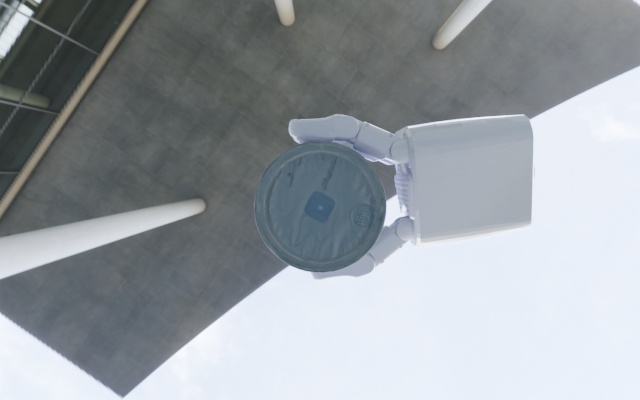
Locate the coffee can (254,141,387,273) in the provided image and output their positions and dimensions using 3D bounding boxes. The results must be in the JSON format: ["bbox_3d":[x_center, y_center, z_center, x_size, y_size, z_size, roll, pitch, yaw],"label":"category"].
[{"bbox_3d":[0.000,0.002,0.436,0.103,0.103,0.140,0,3,0],"label":"coffee can"}]
